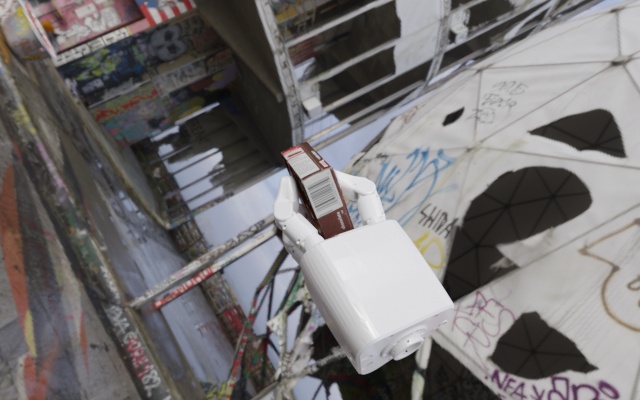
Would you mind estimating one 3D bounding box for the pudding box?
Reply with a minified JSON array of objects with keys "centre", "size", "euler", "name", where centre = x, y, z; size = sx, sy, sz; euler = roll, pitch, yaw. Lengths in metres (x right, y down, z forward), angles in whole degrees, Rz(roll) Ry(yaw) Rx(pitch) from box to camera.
[{"centre":[0.000,0.002,0.530],"size":[0.039,0.113,0.090],"euler":[-24,29,-9],"name":"pudding box"}]
